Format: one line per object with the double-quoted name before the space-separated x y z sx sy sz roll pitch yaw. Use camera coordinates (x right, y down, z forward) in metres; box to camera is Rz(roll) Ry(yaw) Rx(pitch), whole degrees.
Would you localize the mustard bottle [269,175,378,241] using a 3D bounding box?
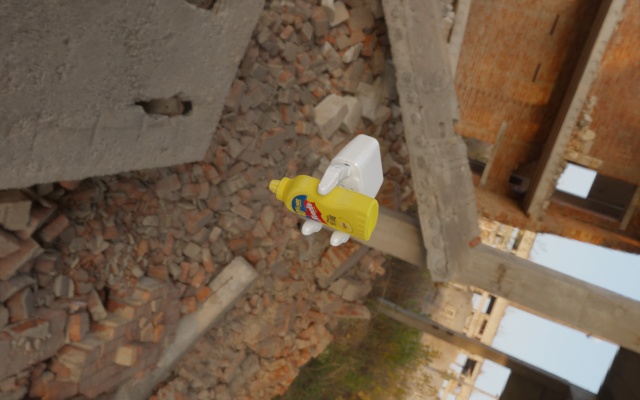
"mustard bottle" 0.000 0.003 0.810 0.191 0.058 0.096 20 -26 17
